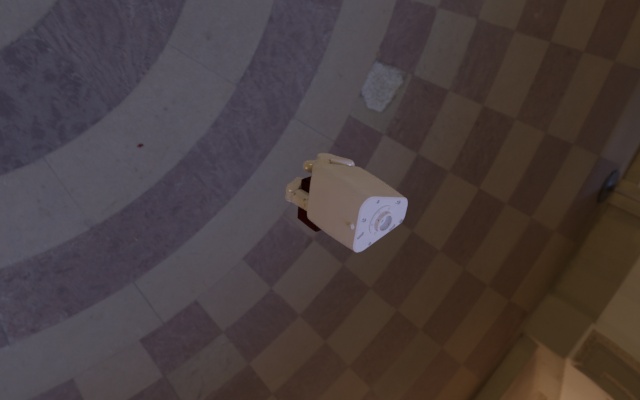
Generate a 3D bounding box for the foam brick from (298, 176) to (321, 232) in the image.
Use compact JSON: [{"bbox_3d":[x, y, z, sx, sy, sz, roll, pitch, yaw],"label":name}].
[{"bbox_3d":[0.000,0.003,0.783,0.053,0.078,0.051,-19,39,-37],"label":"foam brick"}]
